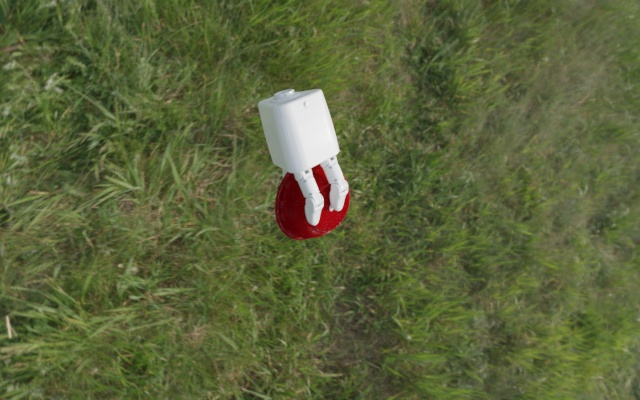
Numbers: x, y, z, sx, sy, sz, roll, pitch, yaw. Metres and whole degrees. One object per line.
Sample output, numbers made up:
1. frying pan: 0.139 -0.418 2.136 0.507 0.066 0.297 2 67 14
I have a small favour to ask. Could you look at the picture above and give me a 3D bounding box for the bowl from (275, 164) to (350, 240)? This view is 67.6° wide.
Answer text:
1. bowl: 0.001 0.004 0.833 0.162 0.162 0.055 0 18 -45
